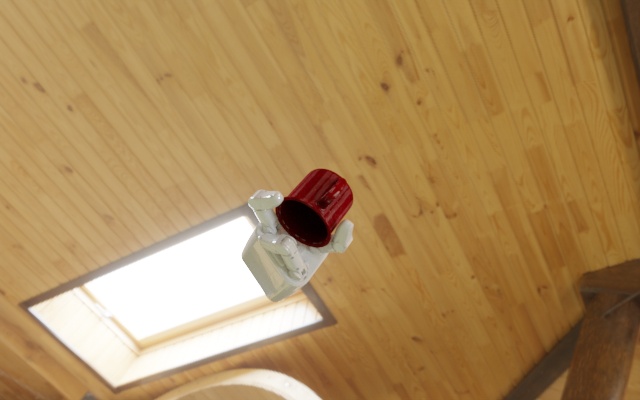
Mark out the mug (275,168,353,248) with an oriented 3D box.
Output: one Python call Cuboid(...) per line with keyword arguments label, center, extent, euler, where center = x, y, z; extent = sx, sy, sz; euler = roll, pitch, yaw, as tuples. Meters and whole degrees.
Cuboid(label="mug", center=(0.001, 0.001, 0.682), extent=(0.081, 0.093, 0.117), euler=(-50, 3, -36))
